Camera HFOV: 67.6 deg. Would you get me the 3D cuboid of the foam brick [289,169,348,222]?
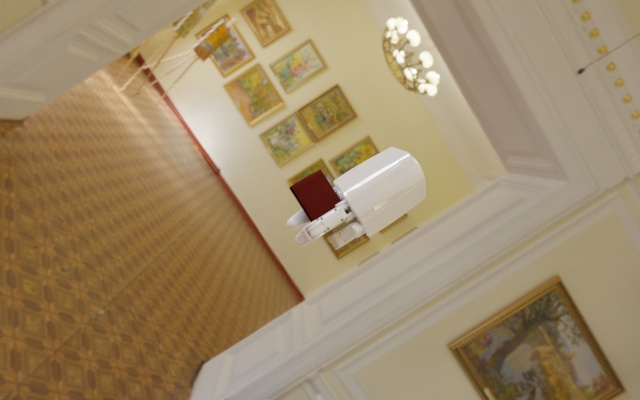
[{"bbox_3d":[0.000,0.002,0.680,0.051,0.078,0.053,-33,-4,2],"label":"foam brick"}]
